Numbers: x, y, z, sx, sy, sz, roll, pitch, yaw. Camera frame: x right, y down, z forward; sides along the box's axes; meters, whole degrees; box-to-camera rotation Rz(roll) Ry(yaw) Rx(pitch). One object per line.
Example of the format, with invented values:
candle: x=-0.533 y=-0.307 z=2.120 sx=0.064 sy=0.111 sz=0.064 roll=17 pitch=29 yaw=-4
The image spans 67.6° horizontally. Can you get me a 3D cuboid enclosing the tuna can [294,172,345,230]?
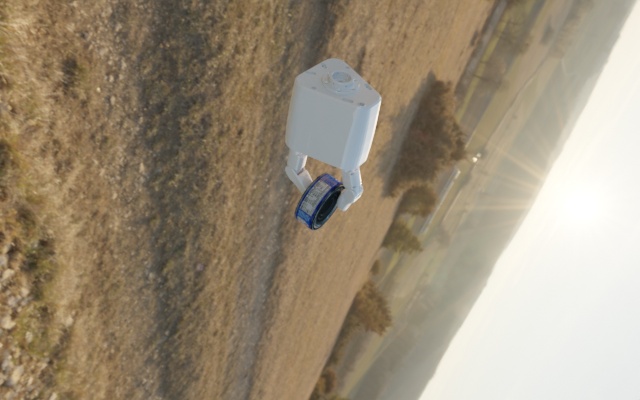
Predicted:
tuna can: x=0.001 y=0.003 z=0.722 sx=0.033 sy=0.086 sz=0.086 roll=35 pitch=11 yaw=16
